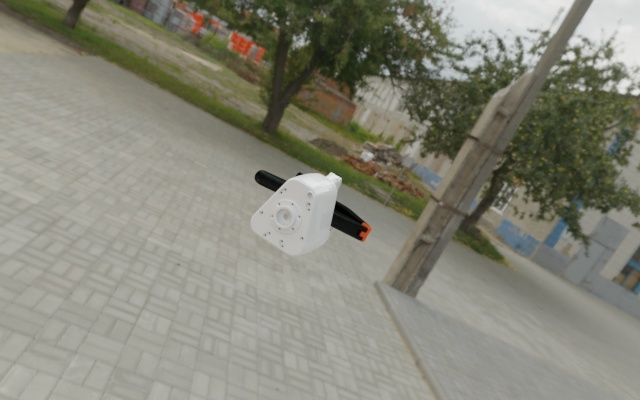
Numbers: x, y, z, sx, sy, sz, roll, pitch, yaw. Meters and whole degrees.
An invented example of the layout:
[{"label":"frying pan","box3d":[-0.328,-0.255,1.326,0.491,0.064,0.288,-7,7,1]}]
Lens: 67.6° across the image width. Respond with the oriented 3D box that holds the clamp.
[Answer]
[{"label":"clamp","box3d":[0.001,0.002,0.852,0.210,0.036,0.164,32,15,12]}]
